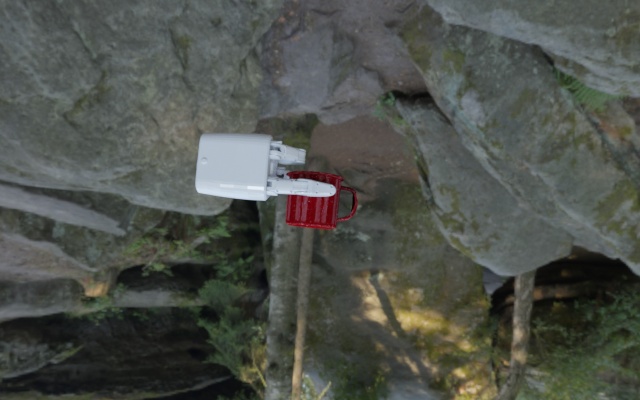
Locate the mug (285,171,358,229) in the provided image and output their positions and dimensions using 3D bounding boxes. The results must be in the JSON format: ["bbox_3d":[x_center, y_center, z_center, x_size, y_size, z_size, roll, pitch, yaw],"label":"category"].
[{"bbox_3d":[0.002,0.003,0.755,0.117,0.081,0.093,5,-6,2],"label":"mug"}]
